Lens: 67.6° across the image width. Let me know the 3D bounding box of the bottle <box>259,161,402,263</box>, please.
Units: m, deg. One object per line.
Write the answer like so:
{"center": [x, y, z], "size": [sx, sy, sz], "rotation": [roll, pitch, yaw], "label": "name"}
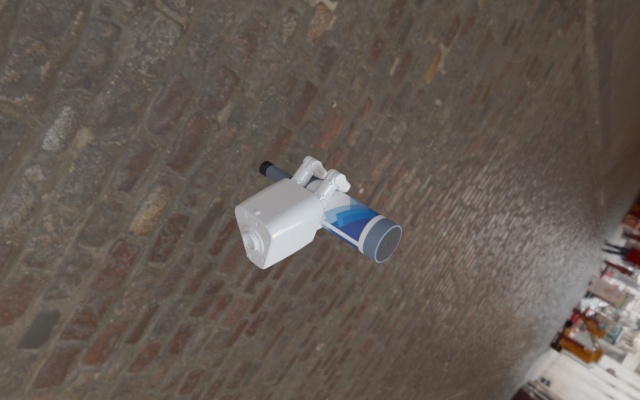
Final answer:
{"center": [0.000, 0.003, 0.814], "size": [0.295, 0.069, 0.069], "rotation": [32, 19, 33], "label": "bottle"}
